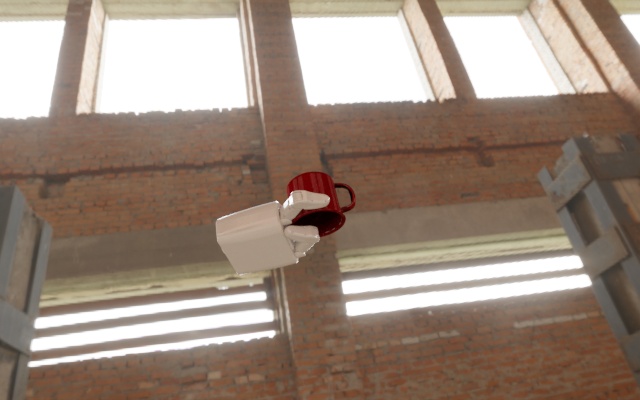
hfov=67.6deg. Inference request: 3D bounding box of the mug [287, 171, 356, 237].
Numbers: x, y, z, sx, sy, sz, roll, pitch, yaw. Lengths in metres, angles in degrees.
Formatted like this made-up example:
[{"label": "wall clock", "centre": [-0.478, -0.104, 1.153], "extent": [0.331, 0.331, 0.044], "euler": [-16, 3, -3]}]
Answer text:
[{"label": "mug", "centre": [0.001, 0.002, 0.795], "extent": [0.117, 0.081, 0.093], "euler": [-15, -31, 5]}]
